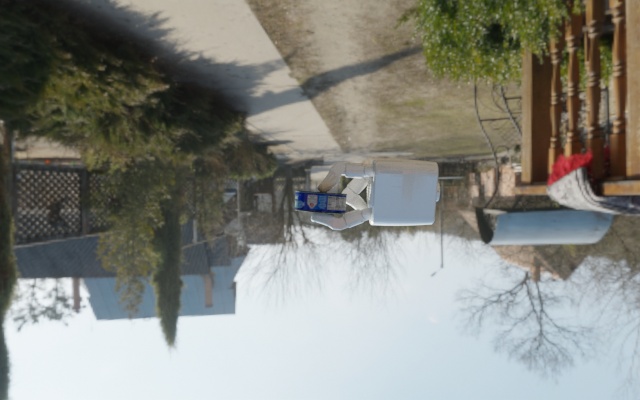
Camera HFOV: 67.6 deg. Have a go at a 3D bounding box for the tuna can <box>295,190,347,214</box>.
[{"bbox_3d":[0.000,0.003,0.789,0.086,0.034,0.086,4,1,0],"label":"tuna can"}]
